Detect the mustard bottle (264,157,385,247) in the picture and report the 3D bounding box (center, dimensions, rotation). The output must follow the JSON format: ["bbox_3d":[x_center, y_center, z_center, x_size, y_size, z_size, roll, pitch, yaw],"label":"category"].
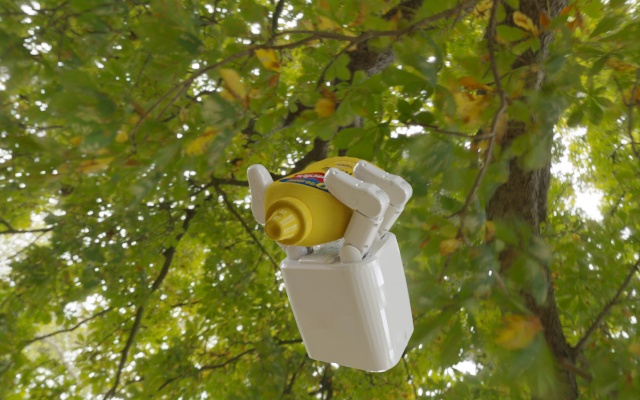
[{"bbox_3d":[0.000,0.001,0.469,0.096,0.058,0.191,16,20,20],"label":"mustard bottle"}]
